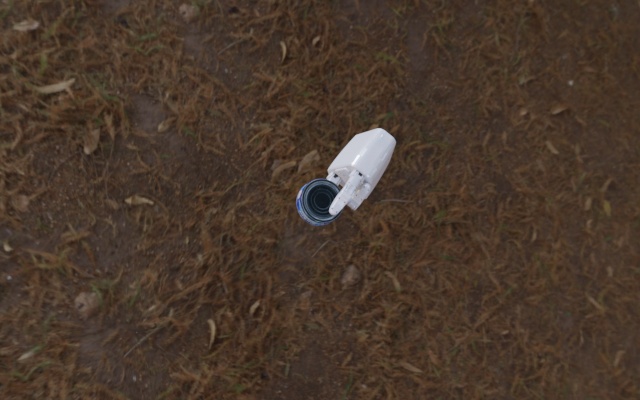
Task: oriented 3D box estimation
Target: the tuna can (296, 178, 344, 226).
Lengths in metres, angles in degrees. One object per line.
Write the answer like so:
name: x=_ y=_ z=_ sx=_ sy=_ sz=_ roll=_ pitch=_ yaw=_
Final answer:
tuna can: x=0.000 y=0.003 z=0.888 sx=0.086 sy=0.086 sz=0.034 roll=0 pitch=-10 yaw=-17
